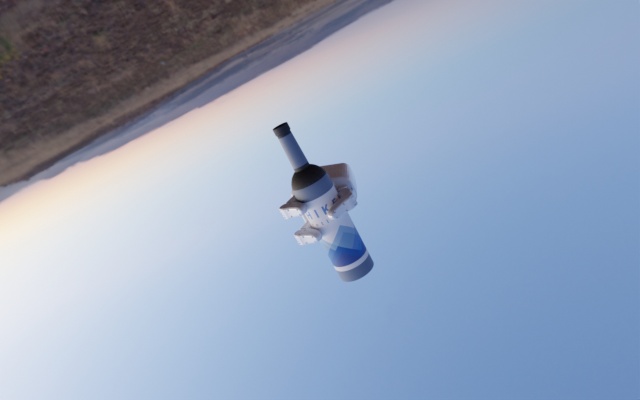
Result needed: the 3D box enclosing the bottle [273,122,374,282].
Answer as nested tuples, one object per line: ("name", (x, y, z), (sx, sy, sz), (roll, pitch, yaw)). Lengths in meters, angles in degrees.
("bottle", (0.000, 0.003, 0.816), (0.069, 0.296, 0.069), (-25, 18, 9))
